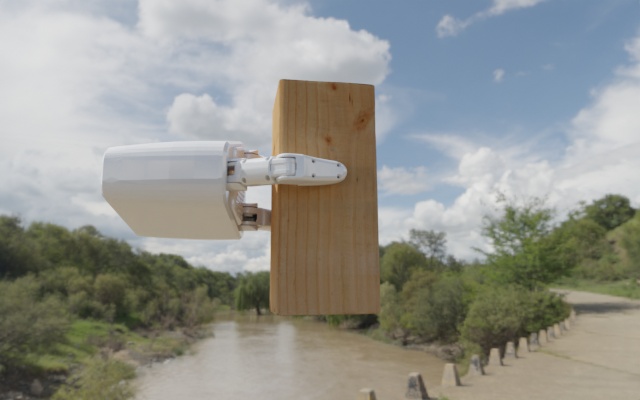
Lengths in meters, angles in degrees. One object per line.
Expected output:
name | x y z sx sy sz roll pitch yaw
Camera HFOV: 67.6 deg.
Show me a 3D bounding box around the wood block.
wood block | 0.000 0.001 0.454 0.090 0.206 0.091 1 -10 -10
